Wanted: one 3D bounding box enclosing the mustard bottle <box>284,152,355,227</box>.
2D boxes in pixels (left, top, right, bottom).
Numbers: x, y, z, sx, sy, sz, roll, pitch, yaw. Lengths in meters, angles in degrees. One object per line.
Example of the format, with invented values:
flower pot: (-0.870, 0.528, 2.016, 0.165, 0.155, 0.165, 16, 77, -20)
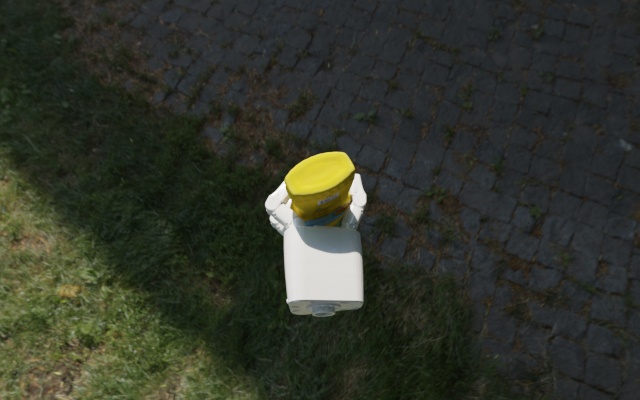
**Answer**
mustard bottle: (0.000, 0.002, 0.722, 0.096, 0.058, 0.192, -25, -22, -11)
